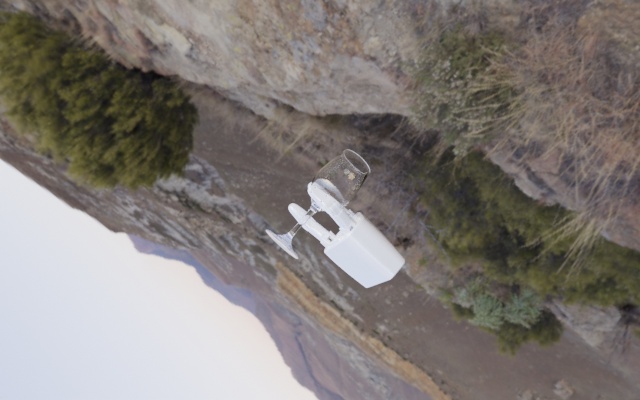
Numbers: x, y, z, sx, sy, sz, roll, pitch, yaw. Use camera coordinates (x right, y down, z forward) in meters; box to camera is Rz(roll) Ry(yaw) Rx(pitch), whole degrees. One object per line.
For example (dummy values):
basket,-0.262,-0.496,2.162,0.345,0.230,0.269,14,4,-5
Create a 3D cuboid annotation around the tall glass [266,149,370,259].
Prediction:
tall glass,0.000,0.003,0.827,0.079,0.201,0.079,39,-13,11
